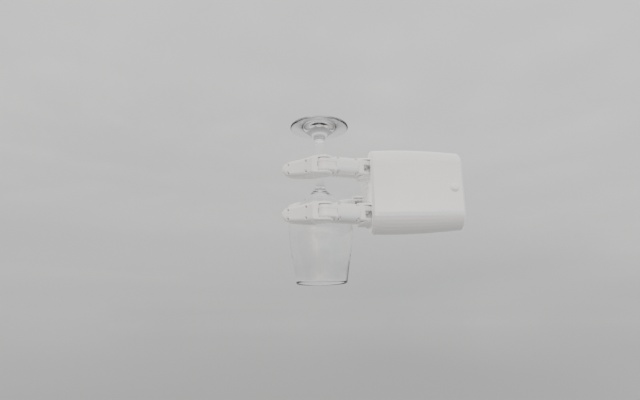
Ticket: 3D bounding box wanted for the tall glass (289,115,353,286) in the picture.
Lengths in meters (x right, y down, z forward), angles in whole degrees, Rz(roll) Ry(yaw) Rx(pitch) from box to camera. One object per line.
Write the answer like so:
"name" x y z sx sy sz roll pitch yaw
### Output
"tall glass" 0.000 0.001 0.591 0.079 0.201 0.079 -1 -14 0
